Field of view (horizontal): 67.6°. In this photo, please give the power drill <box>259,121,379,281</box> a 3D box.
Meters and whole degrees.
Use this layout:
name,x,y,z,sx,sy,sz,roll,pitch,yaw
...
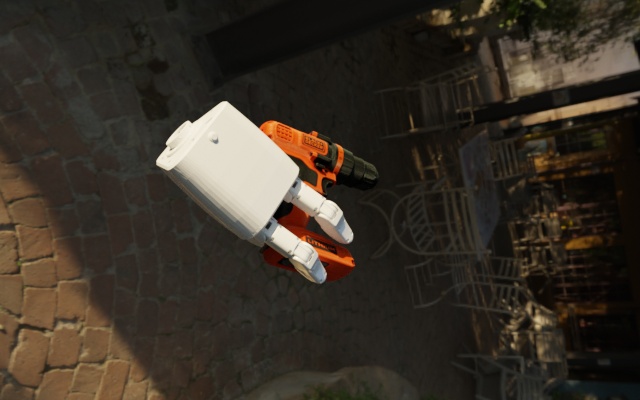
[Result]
name,x,y,z,sx,sy,sz,roll,pitch,yaw
power drill,0.000,0.002,0.598,0.184,0.187,0.057,19,-39,-25
